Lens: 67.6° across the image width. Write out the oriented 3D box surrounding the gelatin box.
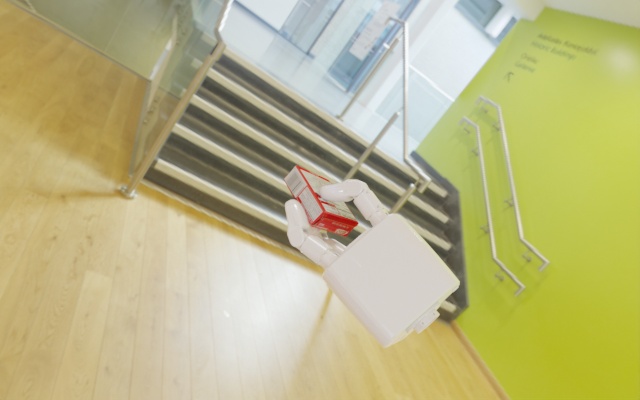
[{"bbox_3d":[0.000,0.001,0.622,0.030,0.089,0.073,-46,-36,19],"label":"gelatin box"}]
